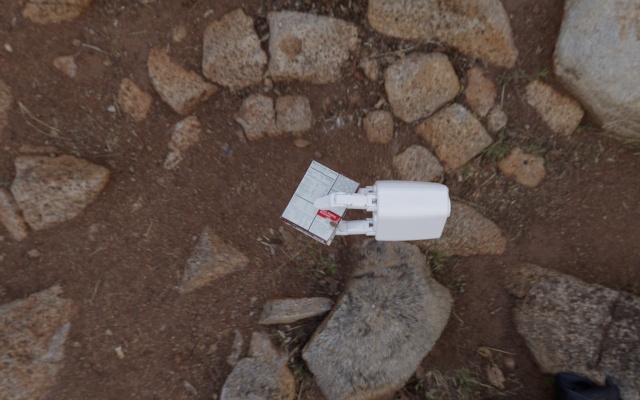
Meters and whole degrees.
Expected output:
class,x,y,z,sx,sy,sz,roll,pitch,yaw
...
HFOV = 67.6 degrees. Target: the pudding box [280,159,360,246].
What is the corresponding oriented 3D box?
class,x,y,z,sx,sy,sz,roll,pitch,yaw
pudding box,0.000,0.003,0.770,0.090,0.113,0.039,28,-10,8
